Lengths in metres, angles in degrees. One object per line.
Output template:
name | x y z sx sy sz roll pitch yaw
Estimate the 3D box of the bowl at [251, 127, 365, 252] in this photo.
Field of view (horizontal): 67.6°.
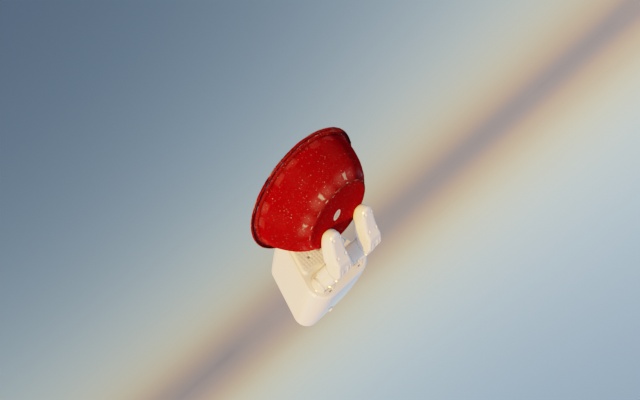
bowl | 0.000 0.001 0.530 0.055 0.162 0.162 36 17 25
